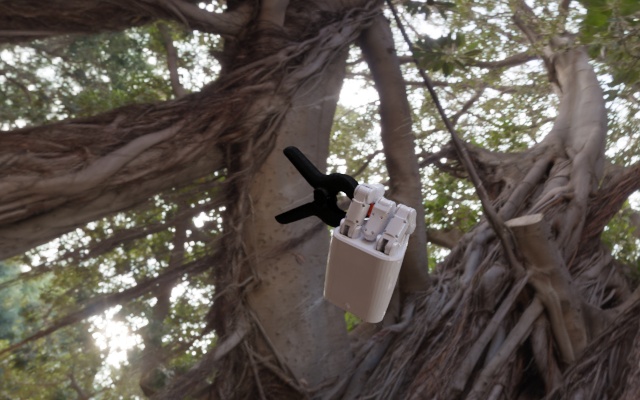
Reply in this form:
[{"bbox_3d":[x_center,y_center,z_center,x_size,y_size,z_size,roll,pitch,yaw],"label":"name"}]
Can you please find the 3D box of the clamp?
[{"bbox_3d":[0.001,0.002,0.697,0.171,0.120,0.039,27,27,31],"label":"clamp"}]
